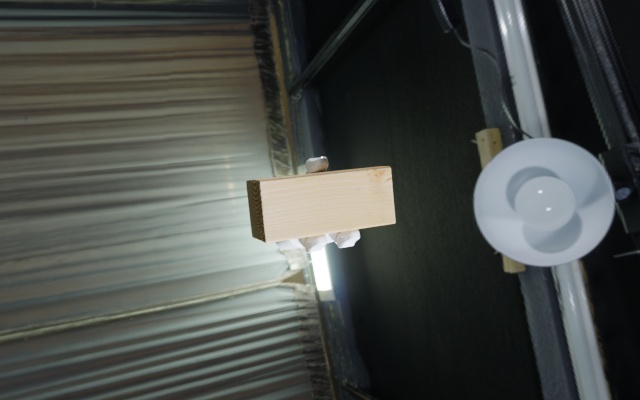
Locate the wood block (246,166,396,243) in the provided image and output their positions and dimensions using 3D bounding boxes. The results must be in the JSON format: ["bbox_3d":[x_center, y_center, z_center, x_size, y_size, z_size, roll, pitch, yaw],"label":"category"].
[{"bbox_3d":[0.000,0.002,0.733,0.206,0.091,0.090,-8,5,-21],"label":"wood block"}]
